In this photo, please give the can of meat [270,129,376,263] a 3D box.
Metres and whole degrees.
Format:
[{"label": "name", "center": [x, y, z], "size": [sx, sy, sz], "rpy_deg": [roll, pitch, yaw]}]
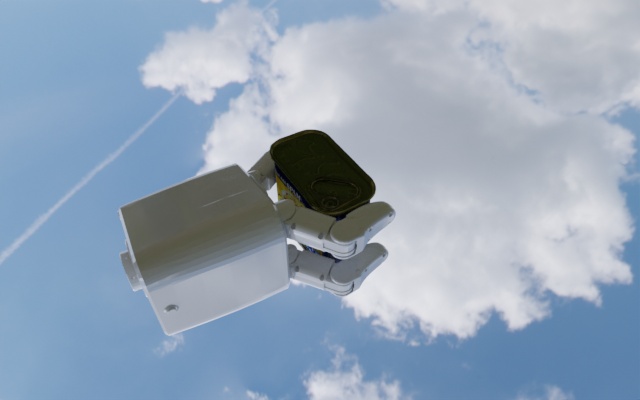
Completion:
[{"label": "can of meat", "center": [0.000, 0.002, 0.423], "size": [0.057, 0.084, 0.102], "rpy_deg": [-24, 50, -22]}]
